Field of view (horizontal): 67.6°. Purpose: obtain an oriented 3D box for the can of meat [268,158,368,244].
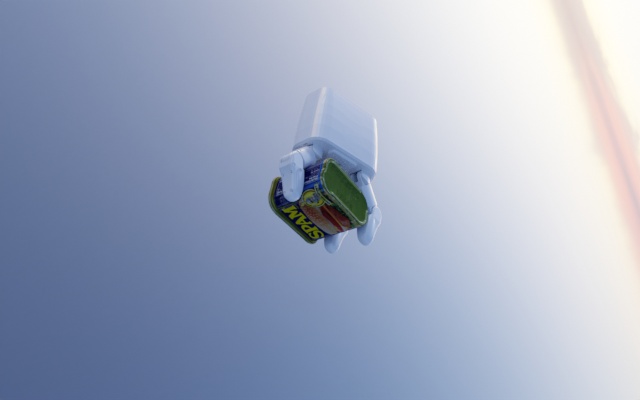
[{"bbox_3d":[0.000,0.002,0.599,0.084,0.057,0.102,-20,-49,31],"label":"can of meat"}]
